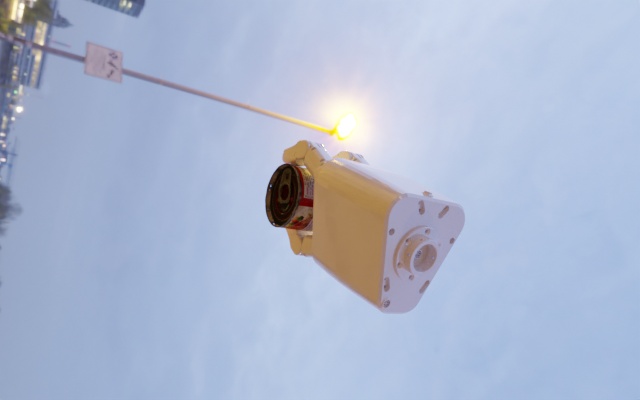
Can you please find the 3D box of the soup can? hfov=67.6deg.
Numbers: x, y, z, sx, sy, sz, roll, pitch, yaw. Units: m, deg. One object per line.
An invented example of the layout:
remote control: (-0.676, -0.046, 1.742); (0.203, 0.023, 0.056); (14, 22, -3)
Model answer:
soup can: (0.000, 0.002, 0.525); (0.102, 0.068, 0.068); (10, -6, -34)
